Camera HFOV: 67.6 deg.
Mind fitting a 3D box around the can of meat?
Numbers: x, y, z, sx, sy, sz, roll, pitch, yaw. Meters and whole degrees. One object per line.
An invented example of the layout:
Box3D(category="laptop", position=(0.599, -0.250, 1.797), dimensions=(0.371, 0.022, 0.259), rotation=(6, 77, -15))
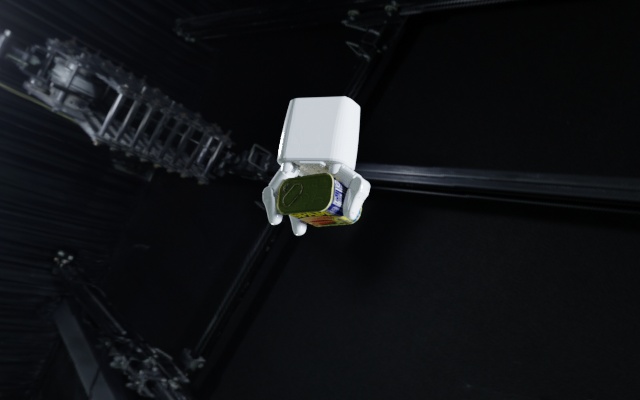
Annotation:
Box3D(category="can of meat", position=(0.000, 0.002, 0.713), dimensions=(0.102, 0.057, 0.084), rotation=(-6, -20, 37))
